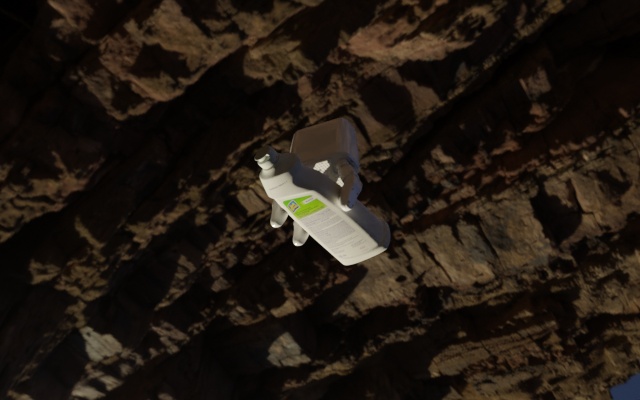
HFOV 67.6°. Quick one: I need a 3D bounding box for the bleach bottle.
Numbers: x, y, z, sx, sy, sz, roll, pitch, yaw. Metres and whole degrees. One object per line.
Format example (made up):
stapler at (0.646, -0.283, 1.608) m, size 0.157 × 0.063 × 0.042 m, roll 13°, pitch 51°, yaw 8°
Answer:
bleach bottle at (0.000, 0.003, 0.738) m, size 0.102 × 0.068 × 0.251 m, roll -27°, pitch -53°, yaw 26°
